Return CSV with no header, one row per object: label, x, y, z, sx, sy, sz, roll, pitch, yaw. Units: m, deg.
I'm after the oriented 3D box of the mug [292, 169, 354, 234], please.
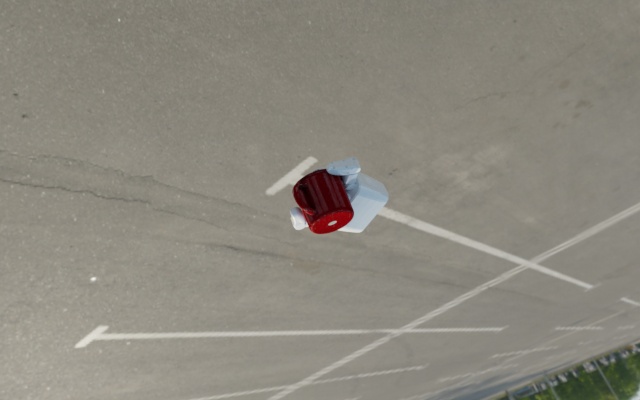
mug,-0.001,0.003,0.811,0.093,0.081,0.117,-37,-31,28
